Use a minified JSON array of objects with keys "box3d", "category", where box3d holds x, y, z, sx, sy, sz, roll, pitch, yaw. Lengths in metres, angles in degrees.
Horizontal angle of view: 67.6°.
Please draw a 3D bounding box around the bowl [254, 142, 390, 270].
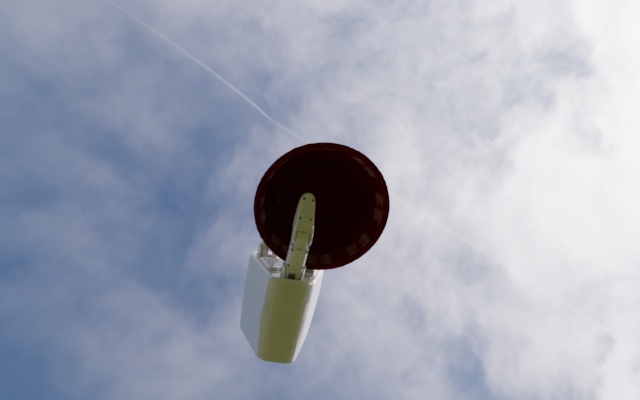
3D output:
[{"box3d":[0.001,0.001,0.586,0.162,0.162,0.055,0,20,-6],"category":"bowl"}]
